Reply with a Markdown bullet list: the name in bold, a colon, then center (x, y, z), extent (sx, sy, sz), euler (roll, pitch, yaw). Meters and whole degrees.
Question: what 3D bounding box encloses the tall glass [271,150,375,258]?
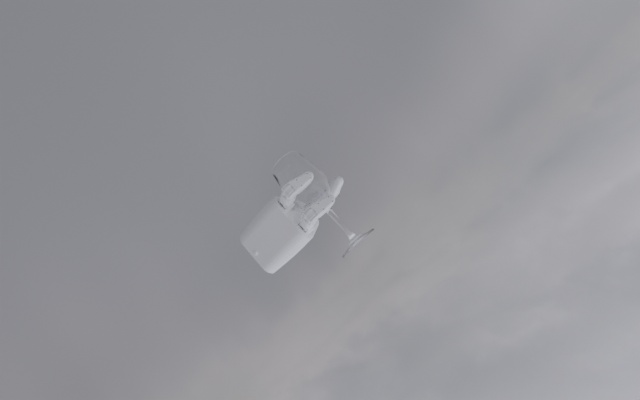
- **tall glass**: center (0.001, 0.003, 0.845), extent (0.079, 0.201, 0.079), euler (-40, -11, -10)
